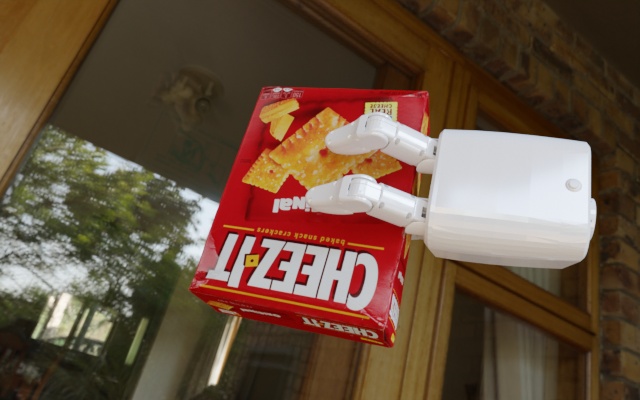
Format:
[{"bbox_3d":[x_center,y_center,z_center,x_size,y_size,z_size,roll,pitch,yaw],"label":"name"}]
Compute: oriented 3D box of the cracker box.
[{"bbox_3d":[0.000,0.001,0.422,0.164,0.213,0.072,7,-26,18],"label":"cracker box"}]
